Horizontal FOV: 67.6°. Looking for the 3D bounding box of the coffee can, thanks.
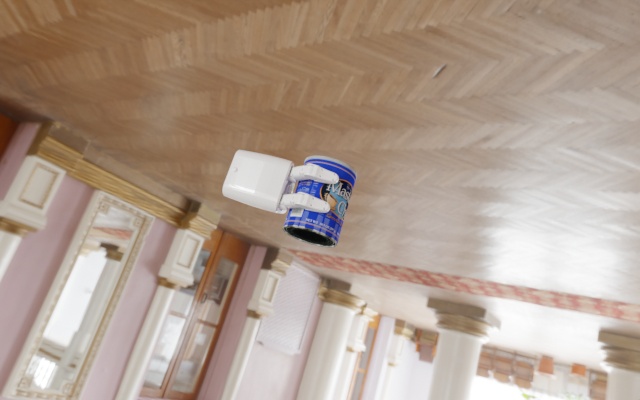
[{"bbox_3d":[0.000,0.003,0.874,0.103,0.140,0.103,16,-18,5],"label":"coffee can"}]
